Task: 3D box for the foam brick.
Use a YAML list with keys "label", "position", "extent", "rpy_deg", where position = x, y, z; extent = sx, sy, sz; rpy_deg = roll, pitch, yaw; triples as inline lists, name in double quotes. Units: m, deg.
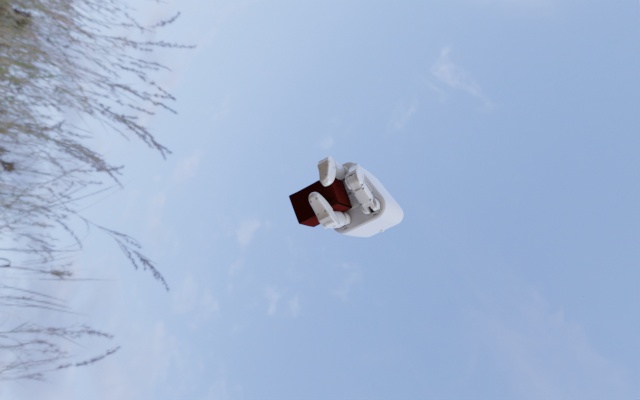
- label: "foam brick"
  position: [0.000, 0.003, 0.764]
  extent: [0.078, 0.053, 0.051]
  rpy_deg: [-27, -20, 22]
